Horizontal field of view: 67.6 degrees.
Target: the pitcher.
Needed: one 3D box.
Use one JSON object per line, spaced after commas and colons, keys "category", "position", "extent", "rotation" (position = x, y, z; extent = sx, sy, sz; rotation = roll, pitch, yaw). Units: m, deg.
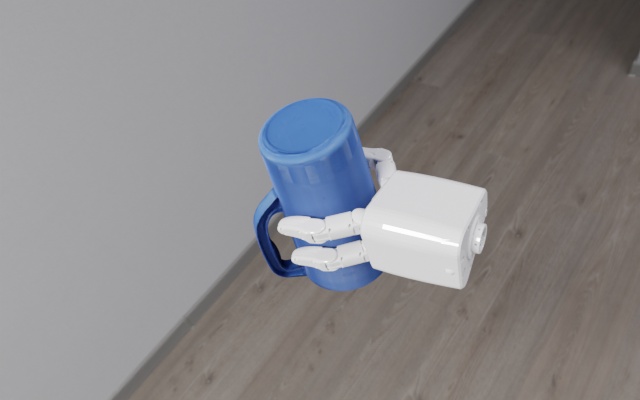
{"category": "pitcher", "position": [0.000, 0.002, 0.598], "extent": [0.145, 0.149, 0.243], "rotation": [12, -36, 27]}
